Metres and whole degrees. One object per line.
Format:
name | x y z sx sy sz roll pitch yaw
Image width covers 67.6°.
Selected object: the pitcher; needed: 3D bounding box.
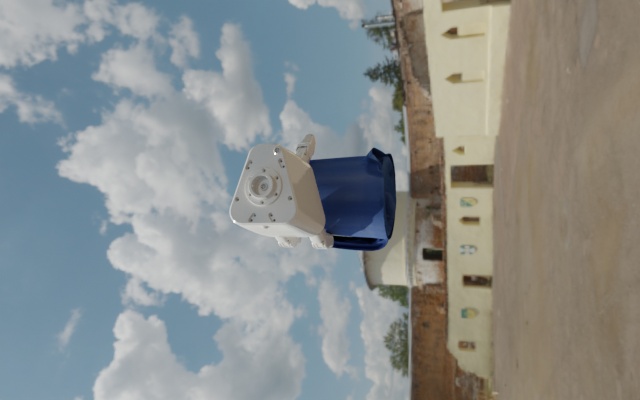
pitcher | 0.000 0.002 0.773 0.243 0.149 0.145 0 -8 17
